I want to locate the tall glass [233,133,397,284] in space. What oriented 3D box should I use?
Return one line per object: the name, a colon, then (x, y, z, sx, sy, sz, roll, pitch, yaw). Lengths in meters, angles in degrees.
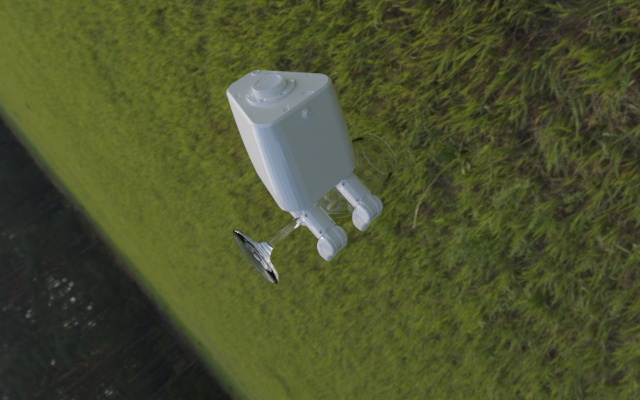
tall glass: (0.000, 0.002, 0.550, 0.201, 0.079, 0.079, -40, 17, -22)
